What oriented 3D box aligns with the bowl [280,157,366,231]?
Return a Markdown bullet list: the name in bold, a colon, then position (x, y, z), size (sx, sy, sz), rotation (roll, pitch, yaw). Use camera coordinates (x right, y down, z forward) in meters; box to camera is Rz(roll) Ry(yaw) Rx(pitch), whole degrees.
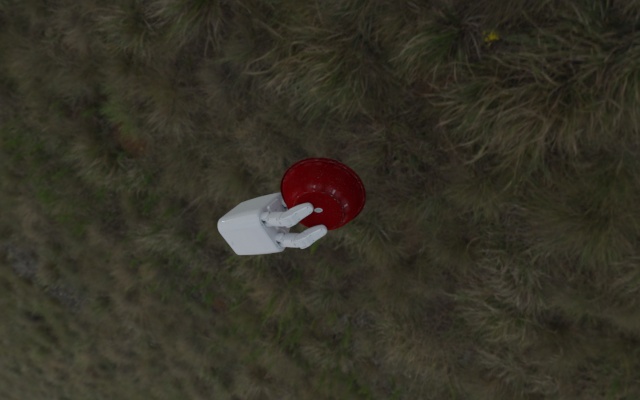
- **bowl**: position (0.001, 0.003, 0.865), size (0.162, 0.162, 0.055), rotation (0, 39, 12)
